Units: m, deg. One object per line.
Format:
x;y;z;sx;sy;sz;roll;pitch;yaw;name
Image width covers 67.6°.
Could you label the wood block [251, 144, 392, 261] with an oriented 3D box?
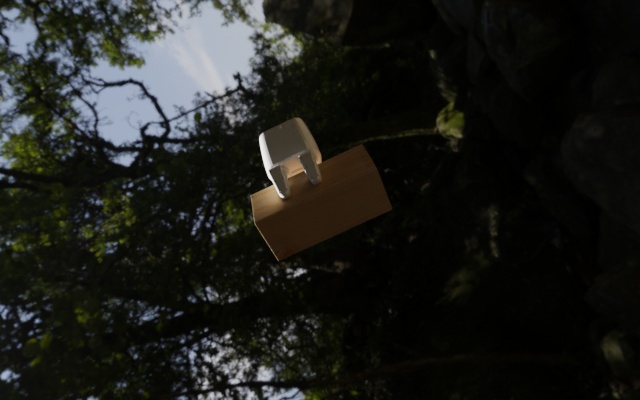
0.000;0.003;0.791;0.206;0.091;0.090;-25;35;3;wood block
